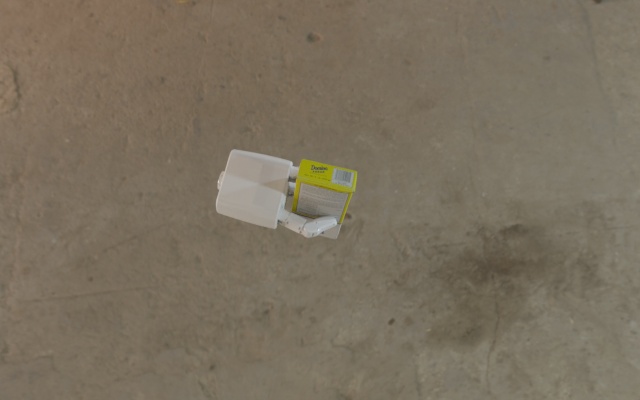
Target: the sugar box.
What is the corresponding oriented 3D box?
[{"bbox_3d":[0.000,0.002,0.818,0.093,0.048,0.176,14,-28,-1],"label":"sugar box"}]
